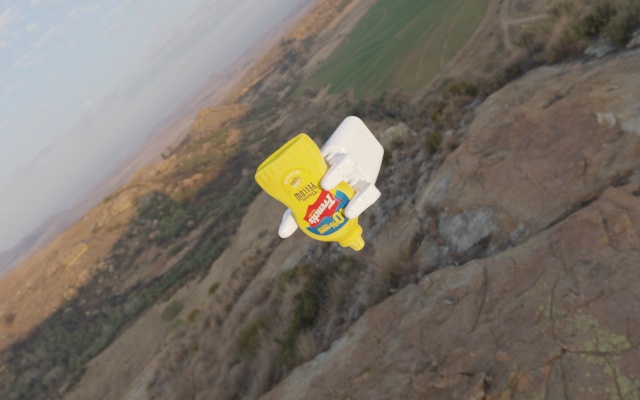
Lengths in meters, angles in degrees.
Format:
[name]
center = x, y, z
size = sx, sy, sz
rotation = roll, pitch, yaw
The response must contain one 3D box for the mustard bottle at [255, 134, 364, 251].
[mustard bottle]
center = 0.000, 0.002, 0.699
size = 0.096, 0.192, 0.058
rotation = -37, 19, 13
